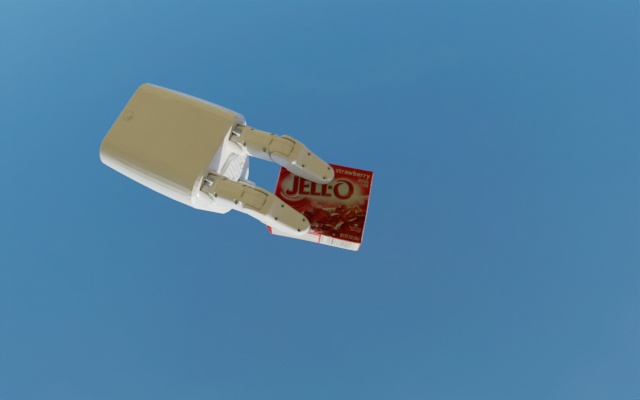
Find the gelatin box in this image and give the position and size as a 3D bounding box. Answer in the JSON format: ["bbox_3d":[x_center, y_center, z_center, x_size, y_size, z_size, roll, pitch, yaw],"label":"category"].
[{"bbox_3d":[0.000,0.002,0.453,0.089,0.073,0.030,12,-20,1],"label":"gelatin box"}]
